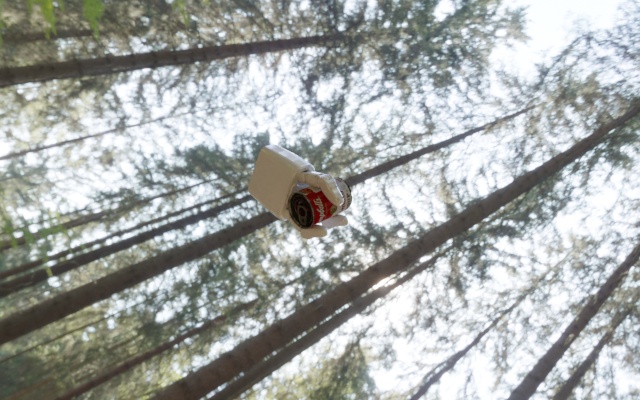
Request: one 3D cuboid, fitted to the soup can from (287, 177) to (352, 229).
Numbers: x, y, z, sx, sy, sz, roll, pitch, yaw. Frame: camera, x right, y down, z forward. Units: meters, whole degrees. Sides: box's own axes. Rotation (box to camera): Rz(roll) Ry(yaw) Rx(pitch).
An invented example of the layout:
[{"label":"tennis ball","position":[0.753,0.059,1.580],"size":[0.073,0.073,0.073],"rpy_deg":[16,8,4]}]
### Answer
[{"label":"soup can","position":[0.001,0.003,0.865],"size":[0.102,0.068,0.068],"rpy_deg":[-23,15,-39]}]
